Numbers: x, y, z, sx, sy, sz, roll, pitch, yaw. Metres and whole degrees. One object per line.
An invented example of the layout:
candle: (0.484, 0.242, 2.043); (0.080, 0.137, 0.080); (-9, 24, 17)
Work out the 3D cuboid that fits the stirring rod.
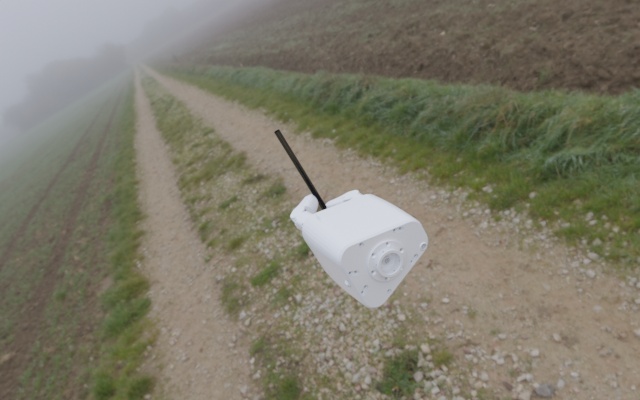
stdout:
stirring rod: (0.000, 0.002, 0.676); (0.011, 0.240, 0.011); (-26, 25, 13)
